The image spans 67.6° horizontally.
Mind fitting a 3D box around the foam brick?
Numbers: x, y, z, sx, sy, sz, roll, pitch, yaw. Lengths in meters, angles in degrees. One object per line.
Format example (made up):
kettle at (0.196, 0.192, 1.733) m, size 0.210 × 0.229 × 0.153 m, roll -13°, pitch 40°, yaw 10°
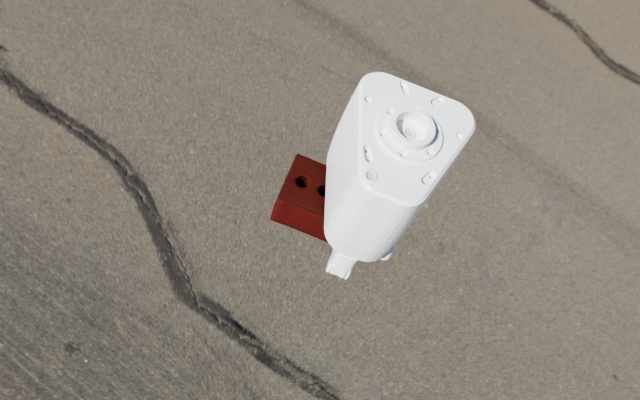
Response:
foam brick at (0.000, 0.001, 0.448) m, size 0.078 × 0.053 × 0.051 m, roll 22°, pitch -28°, yaw 0°
